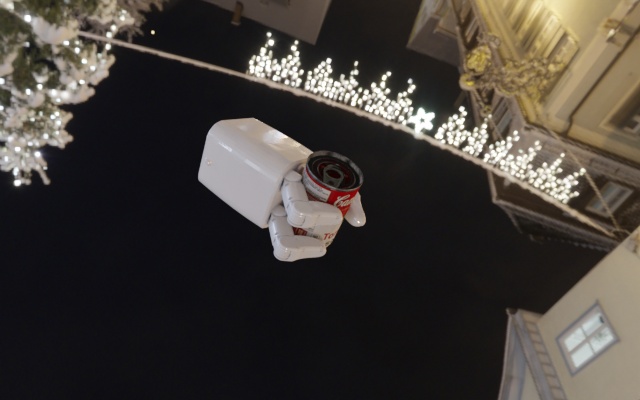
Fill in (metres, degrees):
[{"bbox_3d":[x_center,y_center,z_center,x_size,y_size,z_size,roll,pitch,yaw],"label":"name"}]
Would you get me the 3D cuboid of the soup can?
[{"bbox_3d":[0.000,0.002,0.565,0.068,0.102,0.068,15,38,-12],"label":"soup can"}]
